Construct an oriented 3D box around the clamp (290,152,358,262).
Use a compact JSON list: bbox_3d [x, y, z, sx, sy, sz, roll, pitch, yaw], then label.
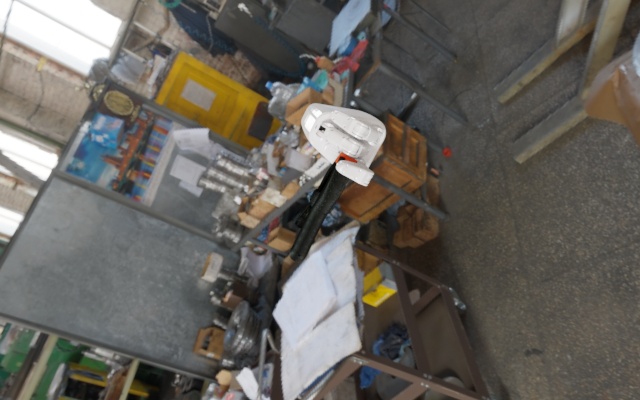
[{"bbox_3d":[0.000,0.002,0.731,0.039,0.171,0.120,28,13,-17],"label":"clamp"}]
